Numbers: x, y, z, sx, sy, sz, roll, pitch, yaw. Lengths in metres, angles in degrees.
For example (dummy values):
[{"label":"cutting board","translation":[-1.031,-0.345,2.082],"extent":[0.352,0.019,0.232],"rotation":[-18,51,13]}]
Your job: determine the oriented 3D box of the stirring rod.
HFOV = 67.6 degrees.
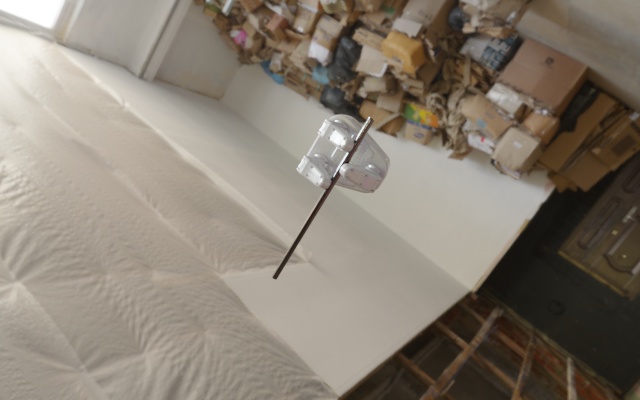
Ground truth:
[{"label":"stirring rod","translation":[0.000,0.002,0.597],"extent":[0.011,0.239,0.011],"rotation":[29,14,-8]}]
